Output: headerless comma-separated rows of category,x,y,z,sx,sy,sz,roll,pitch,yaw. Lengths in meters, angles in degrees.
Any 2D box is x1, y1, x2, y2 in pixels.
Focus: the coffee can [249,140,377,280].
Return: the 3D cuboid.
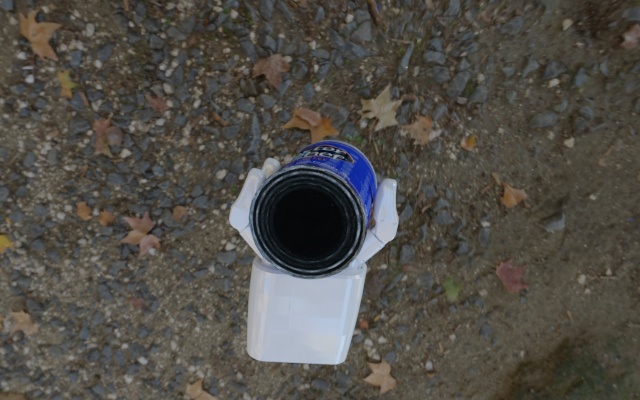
coffee can,0.000,0.001,0.469,0.103,0.103,0.140,0,15,10
